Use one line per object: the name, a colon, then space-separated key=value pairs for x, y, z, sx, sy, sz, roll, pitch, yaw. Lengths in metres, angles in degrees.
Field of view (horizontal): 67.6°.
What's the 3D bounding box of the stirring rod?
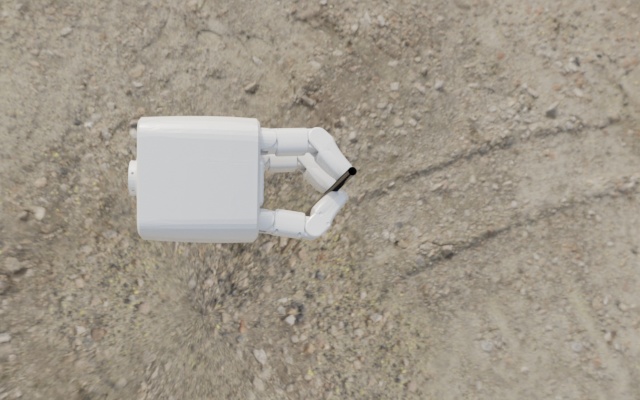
stirring rod: x=0.000 y=0.002 z=0.532 sx=0.011 sy=0.011 sz=0.239 roll=0 pitch=-13 yaw=-14
